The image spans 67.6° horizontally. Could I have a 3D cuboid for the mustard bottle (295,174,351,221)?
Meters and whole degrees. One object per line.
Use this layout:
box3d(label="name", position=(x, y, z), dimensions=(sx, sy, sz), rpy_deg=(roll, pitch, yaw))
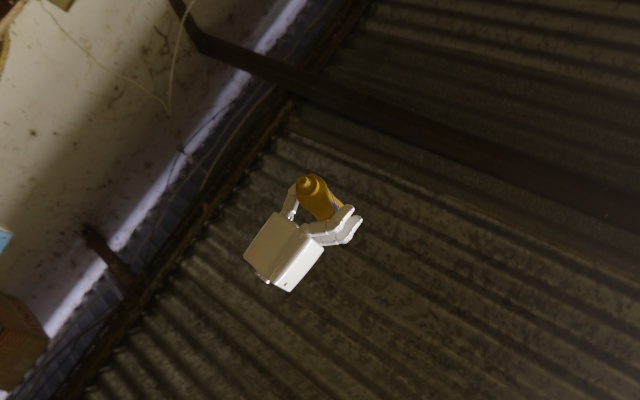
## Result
box3d(label="mustard bottle", position=(0.000, 0.003, 0.884), dimensions=(0.058, 0.096, 0.192), rpy_deg=(-32, -30, 6))
